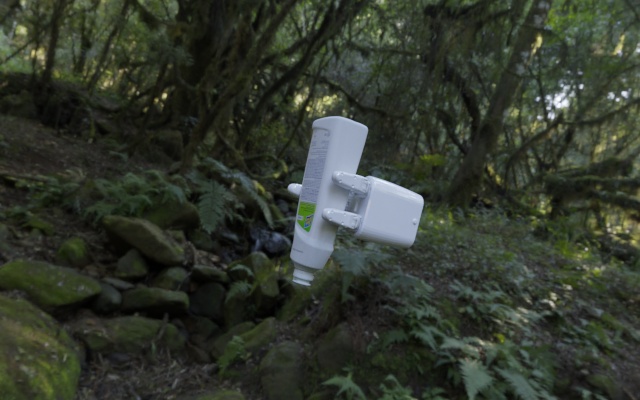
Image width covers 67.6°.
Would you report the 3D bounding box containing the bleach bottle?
[{"bbox_3d":[0.000,0.002,0.730,0.068,0.251,0.102,16,-3,-24],"label":"bleach bottle"}]
